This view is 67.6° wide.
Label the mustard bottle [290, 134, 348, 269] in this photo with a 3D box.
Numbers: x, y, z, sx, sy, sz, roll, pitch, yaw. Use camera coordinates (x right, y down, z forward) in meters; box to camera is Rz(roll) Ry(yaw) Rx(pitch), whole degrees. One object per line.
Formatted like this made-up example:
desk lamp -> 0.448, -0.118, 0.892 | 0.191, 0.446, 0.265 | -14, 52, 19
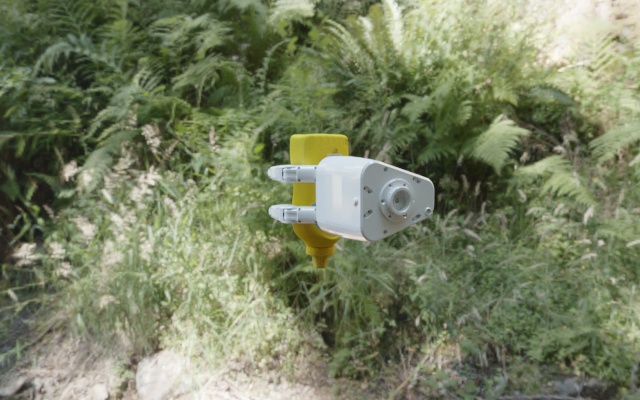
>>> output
mustard bottle -> 0.000, 0.002, 0.685 | 0.058, 0.191, 0.096 | 4, 7, 38
